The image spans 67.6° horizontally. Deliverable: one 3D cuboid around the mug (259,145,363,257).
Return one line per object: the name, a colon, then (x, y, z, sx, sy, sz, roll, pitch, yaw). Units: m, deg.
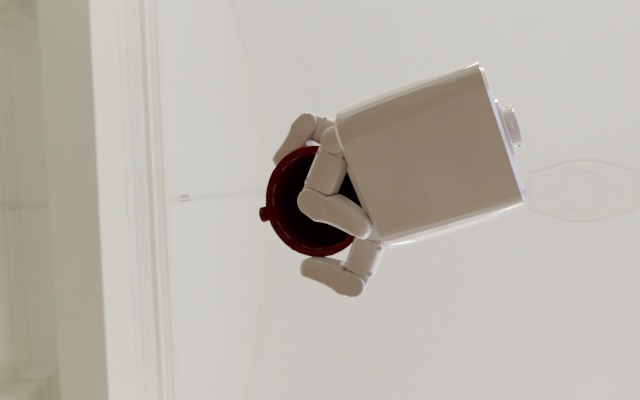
mug: (-0.001, 0.002, 0.436, 0.117, 0.093, 0.081, -16, -3, 24)
